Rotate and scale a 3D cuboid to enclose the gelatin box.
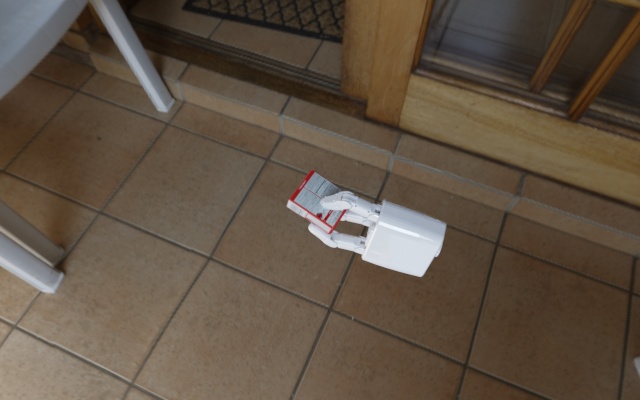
[{"bbox_3d":[0.000,0.002,0.795,0.089,0.073,0.030,34,-29,2],"label":"gelatin box"}]
